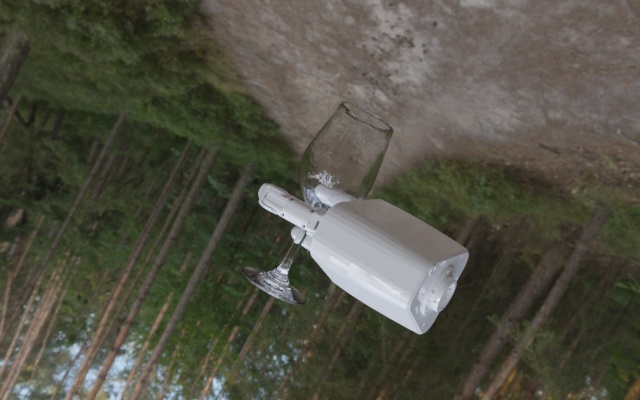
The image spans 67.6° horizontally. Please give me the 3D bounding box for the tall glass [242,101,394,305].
[{"bbox_3d":[0.000,0.002,0.491,0.079,0.201,0.079,29,2,-1],"label":"tall glass"}]
